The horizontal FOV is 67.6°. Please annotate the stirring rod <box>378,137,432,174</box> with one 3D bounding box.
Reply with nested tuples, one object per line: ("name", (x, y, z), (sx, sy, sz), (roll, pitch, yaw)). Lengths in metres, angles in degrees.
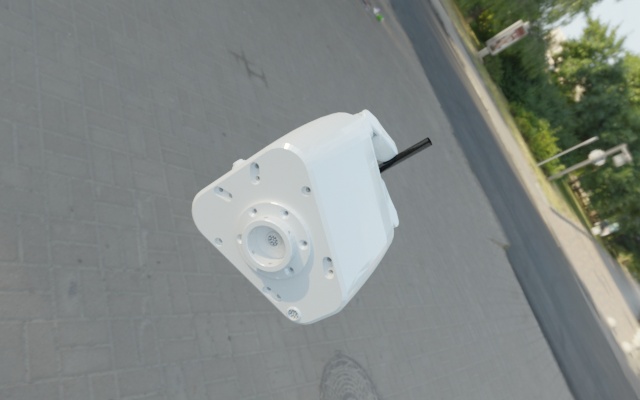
("stirring rod", (0.000, 0.002, 0.463), (0.239, 0.011, 0.011), (-29, -14, 27))
